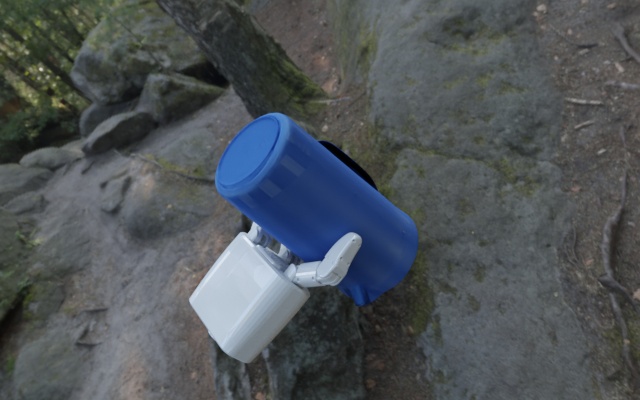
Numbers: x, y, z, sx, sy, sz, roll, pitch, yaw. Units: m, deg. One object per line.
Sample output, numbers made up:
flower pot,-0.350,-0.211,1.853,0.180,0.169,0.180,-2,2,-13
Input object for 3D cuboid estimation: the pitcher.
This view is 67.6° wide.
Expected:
pitcher,0.000,0.002,0.568,0.243,0.145,0.149,40,0,-36
